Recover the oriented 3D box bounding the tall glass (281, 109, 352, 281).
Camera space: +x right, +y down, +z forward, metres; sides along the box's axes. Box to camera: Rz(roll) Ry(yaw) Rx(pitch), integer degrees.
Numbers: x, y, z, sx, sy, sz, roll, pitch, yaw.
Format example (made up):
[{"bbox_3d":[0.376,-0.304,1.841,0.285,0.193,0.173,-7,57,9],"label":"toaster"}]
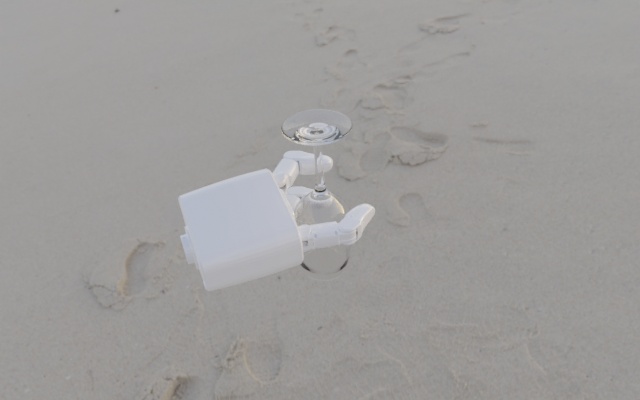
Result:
[{"bbox_3d":[0.000,0.001,0.554,0.079,0.201,0.079,-2,37,2],"label":"tall glass"}]
